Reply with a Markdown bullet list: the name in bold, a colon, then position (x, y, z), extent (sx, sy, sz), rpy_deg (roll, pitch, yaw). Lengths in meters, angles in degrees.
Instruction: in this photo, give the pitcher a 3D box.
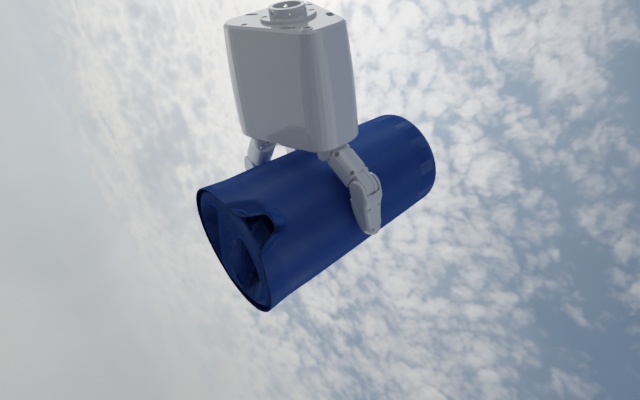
- **pitcher**: position (0.000, 0.002, 0.514), extent (0.243, 0.145, 0.149), rpy_deg (-29, 39, -27)
